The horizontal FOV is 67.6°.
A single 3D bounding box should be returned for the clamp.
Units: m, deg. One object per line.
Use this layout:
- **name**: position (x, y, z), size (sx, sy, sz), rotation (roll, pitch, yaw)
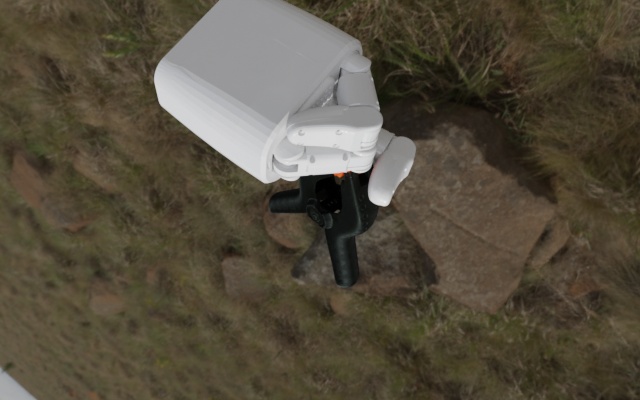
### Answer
- **clamp**: position (0.000, 0.002, 0.424), size (0.120, 0.172, 0.039), rotation (36, 56, 17)
